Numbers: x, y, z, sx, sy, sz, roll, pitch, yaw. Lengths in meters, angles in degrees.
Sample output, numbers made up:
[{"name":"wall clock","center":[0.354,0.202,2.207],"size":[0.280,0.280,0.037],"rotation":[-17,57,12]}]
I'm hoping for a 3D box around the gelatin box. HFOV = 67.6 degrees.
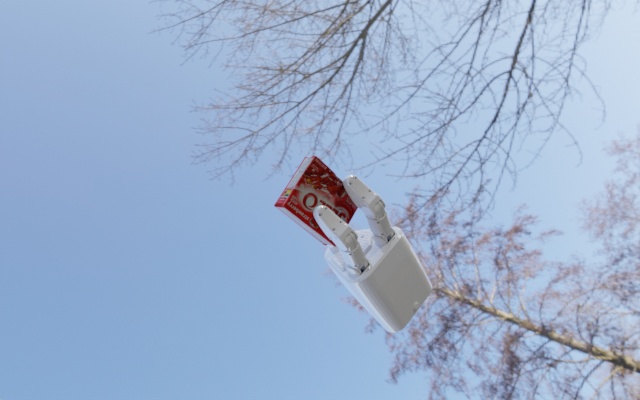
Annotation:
[{"name":"gelatin box","center":[0.000,0.002,0.573],"size":[0.089,0.073,0.030],"rotation":[40,-18,-25]}]
